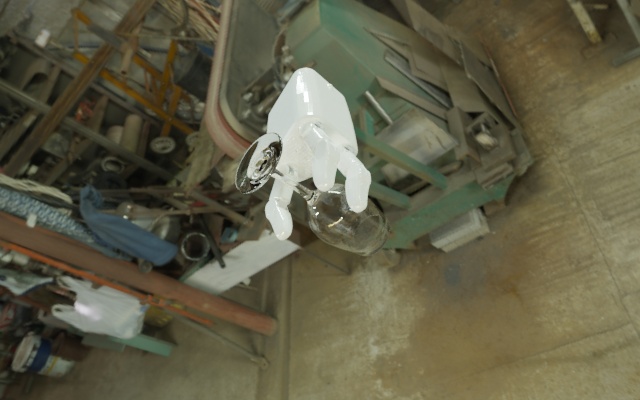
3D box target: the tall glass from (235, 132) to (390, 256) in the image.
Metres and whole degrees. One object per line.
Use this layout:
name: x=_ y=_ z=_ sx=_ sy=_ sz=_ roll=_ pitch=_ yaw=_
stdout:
tall glass: x=0.000 y=0.002 z=0.570 sx=0.201 sy=0.079 sz=0.079 roll=33 pitch=-21 yaw=-36
